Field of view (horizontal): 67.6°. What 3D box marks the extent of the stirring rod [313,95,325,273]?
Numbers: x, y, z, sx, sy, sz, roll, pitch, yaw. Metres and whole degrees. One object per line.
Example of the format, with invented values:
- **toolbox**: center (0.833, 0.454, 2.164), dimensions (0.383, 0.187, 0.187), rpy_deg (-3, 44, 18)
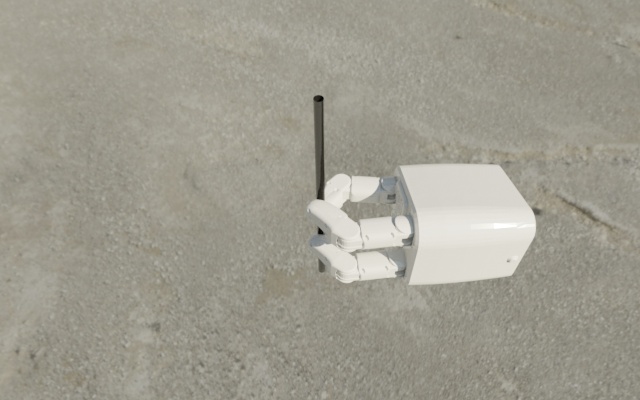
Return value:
- **stirring rod**: center (0.000, 0.001, 0.443), dimensions (0.011, 0.011, 0.240), rpy_deg (0, -39, 1)
